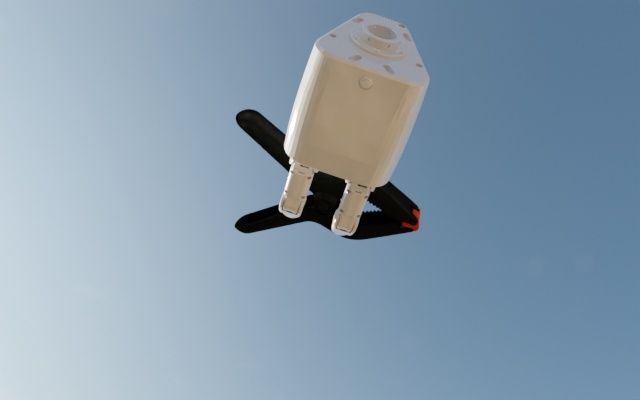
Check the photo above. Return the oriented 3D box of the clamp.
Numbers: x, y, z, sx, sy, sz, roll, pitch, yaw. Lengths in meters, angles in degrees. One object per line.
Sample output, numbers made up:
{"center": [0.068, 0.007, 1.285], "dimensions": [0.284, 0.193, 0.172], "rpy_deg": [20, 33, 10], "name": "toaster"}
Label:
{"center": [0.001, 0.001, 0.516], "dimensions": [0.210, 0.165, 0.036], "rpy_deg": [19, 44, 0], "name": "clamp"}
